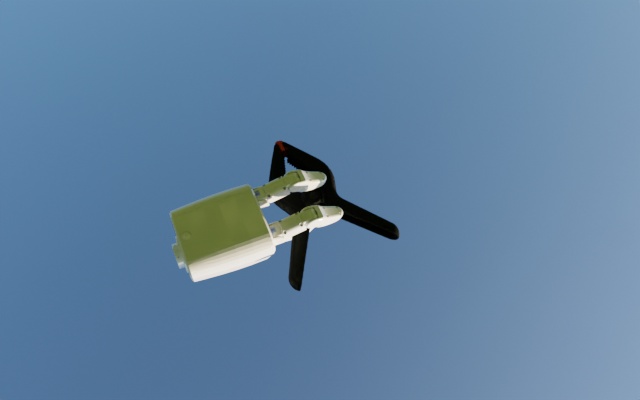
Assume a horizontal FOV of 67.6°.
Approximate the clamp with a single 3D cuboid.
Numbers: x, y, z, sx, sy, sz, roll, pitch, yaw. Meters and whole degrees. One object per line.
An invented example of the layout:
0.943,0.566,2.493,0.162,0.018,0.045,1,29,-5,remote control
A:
0.000,0.002,0.654,0.164,0.210,0.036,-18,-24,-18,clamp
